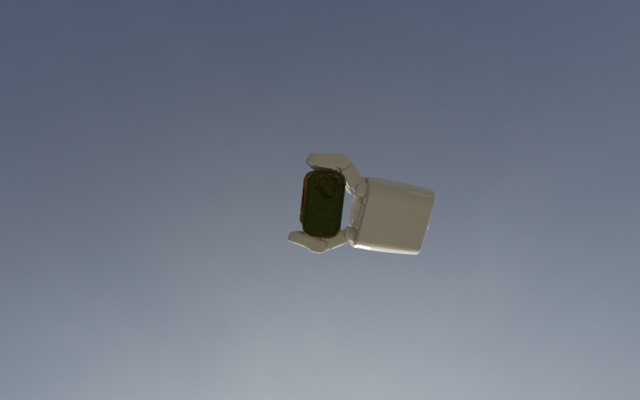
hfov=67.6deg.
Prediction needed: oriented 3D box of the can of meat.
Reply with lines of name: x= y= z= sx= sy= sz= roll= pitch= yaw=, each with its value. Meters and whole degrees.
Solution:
can of meat: x=0.000 y=0.002 z=0.733 sx=0.057 sy=0.102 sz=0.084 roll=6 pitch=3 yaw=-8
